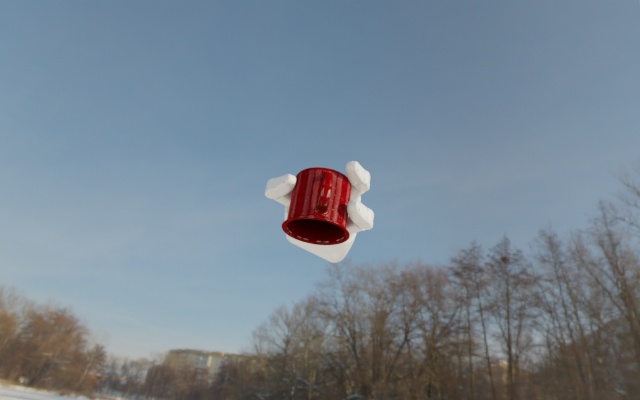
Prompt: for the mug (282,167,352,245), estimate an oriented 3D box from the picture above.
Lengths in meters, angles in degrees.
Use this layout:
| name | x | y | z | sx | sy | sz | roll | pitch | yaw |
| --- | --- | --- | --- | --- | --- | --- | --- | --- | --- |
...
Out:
| name | x | y | z | sx | sy | sz | roll | pitch | yaw |
| --- | --- | --- | --- | --- | --- | --- | --- | --- | --- |
| mug | 0.000 | 0.001 | 0.648 | 0.093 | 0.081 | 0.117 | 10 | -26 | -1 |
